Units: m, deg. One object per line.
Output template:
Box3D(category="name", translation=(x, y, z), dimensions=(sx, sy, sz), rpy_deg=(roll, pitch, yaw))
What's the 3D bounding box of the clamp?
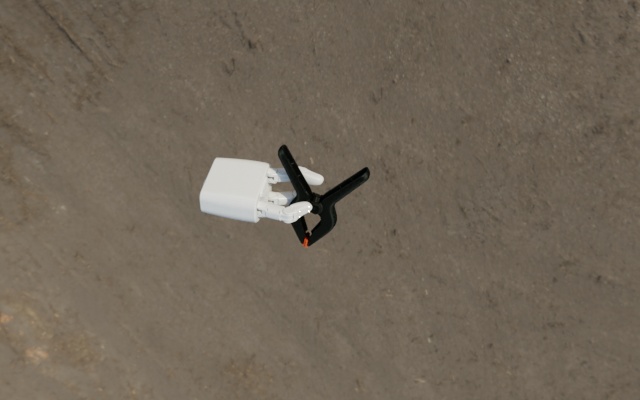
Box3D(category="clamp", translation=(0.000, 0.004, 0.879), dimensions=(0.164, 0.210, 0.036), rpy_deg=(11, 36, 9))
